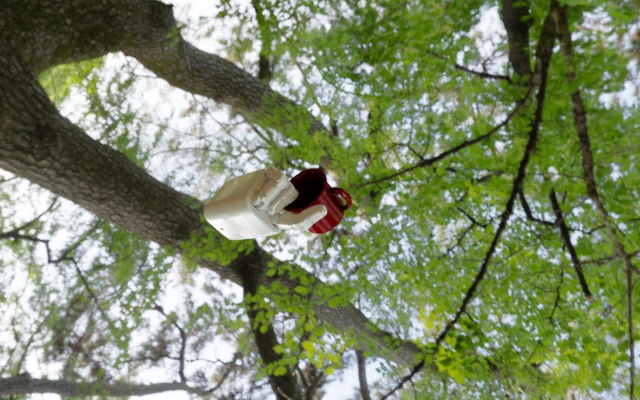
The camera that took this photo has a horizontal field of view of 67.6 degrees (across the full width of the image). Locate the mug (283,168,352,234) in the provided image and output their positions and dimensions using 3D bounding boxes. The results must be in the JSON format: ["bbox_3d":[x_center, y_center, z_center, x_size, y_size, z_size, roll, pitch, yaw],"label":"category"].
[{"bbox_3d":[0.001,0.003,0.823,0.117,0.093,0.081,-11,-42,31],"label":"mug"}]
